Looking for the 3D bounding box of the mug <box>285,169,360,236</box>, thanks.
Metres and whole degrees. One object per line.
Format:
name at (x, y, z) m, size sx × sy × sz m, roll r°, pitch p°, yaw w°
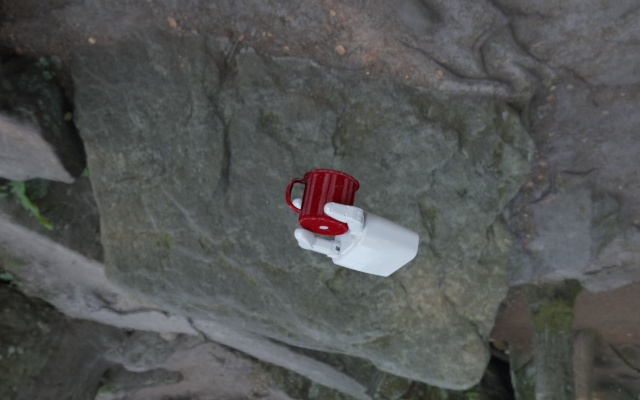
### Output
mug at (-0.001, 0.002, 0.759) m, size 0.117 × 0.081 × 0.093 m, roll 18°, pitch -23°, yaw -19°
